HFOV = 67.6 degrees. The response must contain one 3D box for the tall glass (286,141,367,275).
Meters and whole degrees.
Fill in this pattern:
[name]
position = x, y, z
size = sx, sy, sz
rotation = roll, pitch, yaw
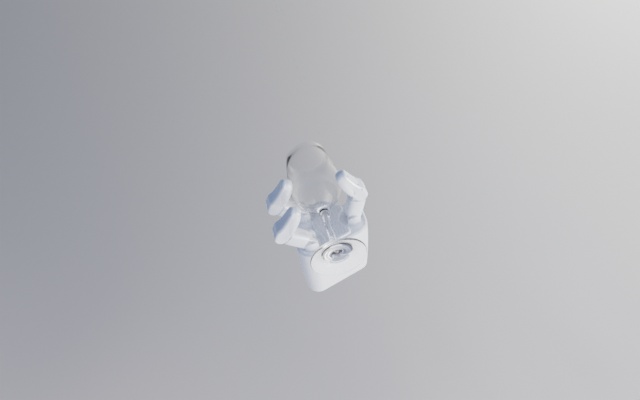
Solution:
[tall glass]
position = 0.000, 0.003, 0.669
size = 0.079, 0.201, 0.079
rotation = -10, -42, -9
